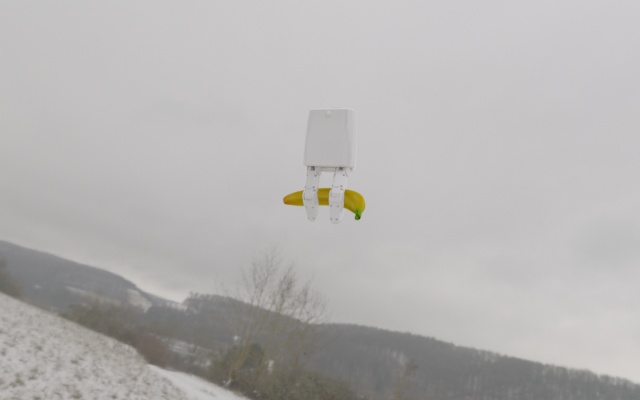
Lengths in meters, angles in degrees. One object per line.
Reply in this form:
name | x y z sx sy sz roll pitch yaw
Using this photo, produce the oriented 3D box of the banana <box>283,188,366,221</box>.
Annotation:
banana | 0.015 -0.002 0.906 0.198 0.037 0.069 9 22 43
